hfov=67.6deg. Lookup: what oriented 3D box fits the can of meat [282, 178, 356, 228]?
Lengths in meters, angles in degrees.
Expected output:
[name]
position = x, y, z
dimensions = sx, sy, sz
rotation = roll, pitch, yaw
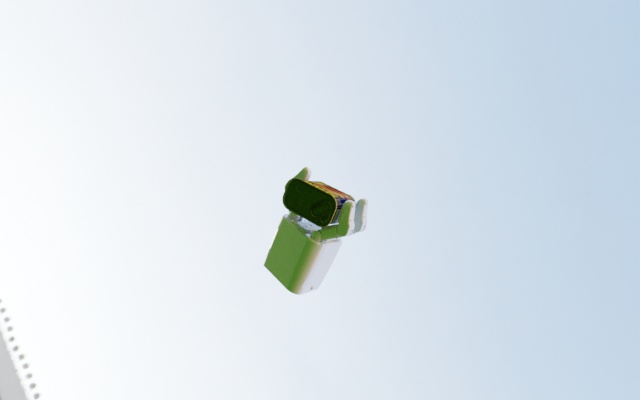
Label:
[can of meat]
position = 0.000, 0.003, 0.823
dimensions = 0.102, 0.057, 0.084
rotation = 27, 13, 26
